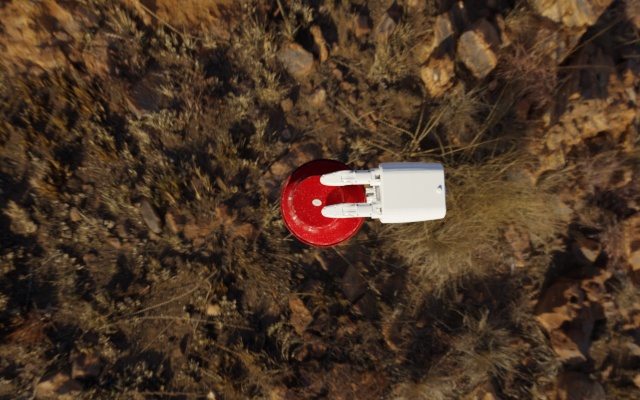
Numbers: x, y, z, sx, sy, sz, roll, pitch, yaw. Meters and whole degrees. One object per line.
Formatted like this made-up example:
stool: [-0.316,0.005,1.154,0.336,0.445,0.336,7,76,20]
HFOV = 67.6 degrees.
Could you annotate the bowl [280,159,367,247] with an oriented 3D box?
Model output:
bowl: [-0.001,0.003,0.845,0.162,0.162,0.055,0,-2,11]
